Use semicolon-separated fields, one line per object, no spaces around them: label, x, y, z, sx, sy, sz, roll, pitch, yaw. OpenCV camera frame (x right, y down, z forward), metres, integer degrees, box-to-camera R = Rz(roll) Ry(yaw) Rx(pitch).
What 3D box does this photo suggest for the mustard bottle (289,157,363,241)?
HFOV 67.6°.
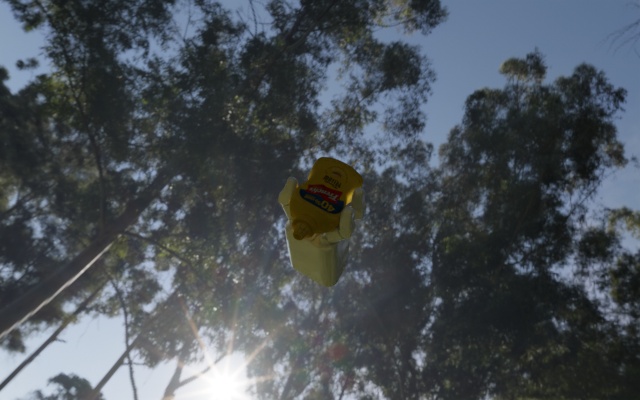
mustard bottle;0.000;0.002;0.825;0.096;0.058;0.191;29;44;4
